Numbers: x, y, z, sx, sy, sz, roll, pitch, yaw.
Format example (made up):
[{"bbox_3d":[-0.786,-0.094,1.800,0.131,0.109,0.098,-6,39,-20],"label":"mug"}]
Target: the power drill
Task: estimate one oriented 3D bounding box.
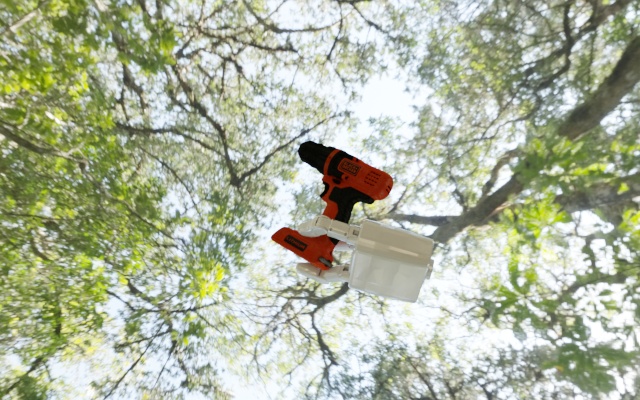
[{"bbox_3d":[0.000,0.003,0.772,0.184,0.187,0.057,27,-7,32],"label":"power drill"}]
